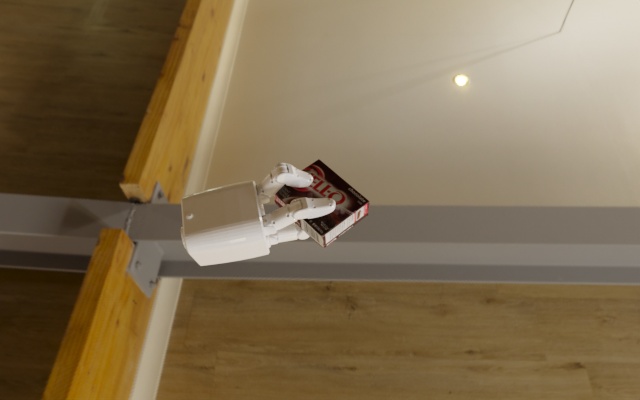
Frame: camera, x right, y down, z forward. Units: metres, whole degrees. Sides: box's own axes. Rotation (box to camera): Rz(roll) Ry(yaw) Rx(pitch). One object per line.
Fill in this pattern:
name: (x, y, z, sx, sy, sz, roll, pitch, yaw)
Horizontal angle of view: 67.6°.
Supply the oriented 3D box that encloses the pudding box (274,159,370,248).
pudding box: (0.000, 0.002, 0.686, 0.090, 0.113, 0.039, -36, -29, -22)
